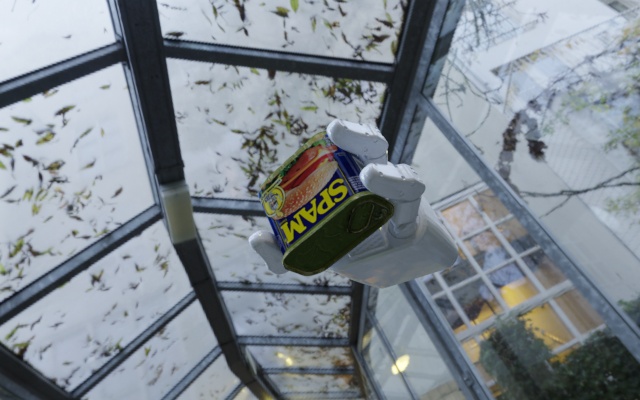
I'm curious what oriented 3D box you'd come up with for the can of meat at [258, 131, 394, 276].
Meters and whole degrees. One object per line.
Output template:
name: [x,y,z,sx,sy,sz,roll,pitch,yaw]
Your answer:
can of meat: [0.000,0.001,0.419,0.102,0.084,0.057,-40,-38,17]
